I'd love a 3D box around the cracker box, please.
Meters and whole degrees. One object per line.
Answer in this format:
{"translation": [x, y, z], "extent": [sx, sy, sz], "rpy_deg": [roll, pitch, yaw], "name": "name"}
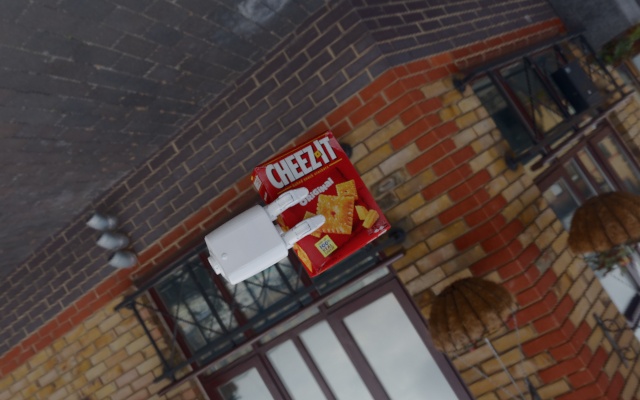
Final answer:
{"translation": [0.000, 0.003, 0.854], "extent": [0.164, 0.213, 0.072], "rpy_deg": [-30, -5, -19], "name": "cracker box"}
